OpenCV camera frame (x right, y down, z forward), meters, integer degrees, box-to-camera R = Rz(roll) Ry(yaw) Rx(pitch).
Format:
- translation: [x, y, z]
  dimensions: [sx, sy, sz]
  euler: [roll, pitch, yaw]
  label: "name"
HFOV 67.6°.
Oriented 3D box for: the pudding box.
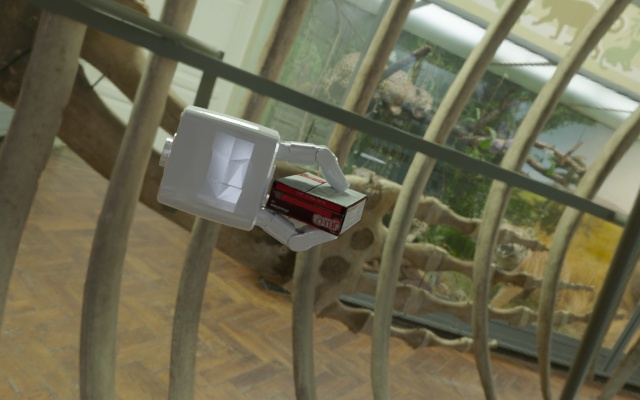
- translation: [0.000, 0.002, 0.558]
  dimensions: [0.090, 0.039, 0.113]
  euler: [22, 15, 14]
  label: "pudding box"
